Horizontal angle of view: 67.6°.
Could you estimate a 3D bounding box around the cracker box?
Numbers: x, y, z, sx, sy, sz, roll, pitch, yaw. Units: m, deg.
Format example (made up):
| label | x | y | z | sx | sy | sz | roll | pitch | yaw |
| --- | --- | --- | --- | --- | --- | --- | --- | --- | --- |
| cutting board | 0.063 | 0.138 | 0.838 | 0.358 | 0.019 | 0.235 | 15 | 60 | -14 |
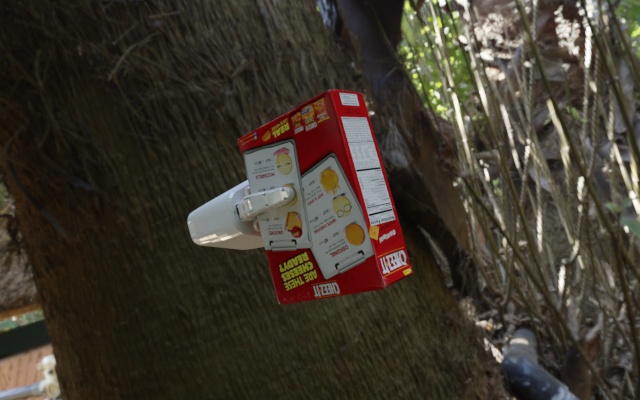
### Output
| label | x | y | z | sx | sy | sz | roll | pitch | yaw |
| --- | --- | --- | --- | --- | --- | --- | --- | --- | --- |
| cracker box | 0.000 | 0.002 | 0.559 | 0.164 | 0.213 | 0.072 | -19 | -5 | 41 |
